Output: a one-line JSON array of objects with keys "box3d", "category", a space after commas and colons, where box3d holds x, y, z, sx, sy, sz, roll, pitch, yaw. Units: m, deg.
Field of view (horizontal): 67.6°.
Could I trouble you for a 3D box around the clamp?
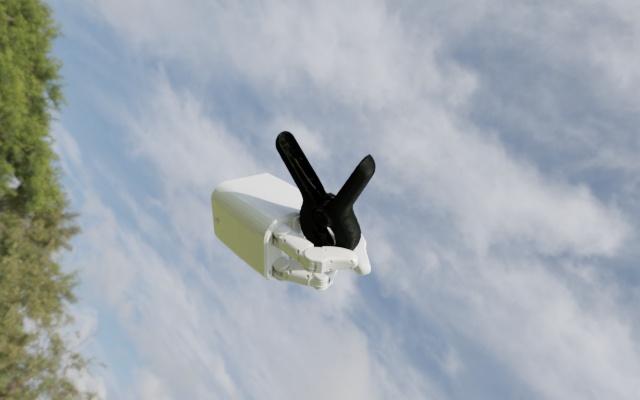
[{"box3d": [0.001, 0.002, 0.533, 0.120, 0.172, 0.039, 32, 46, 29], "category": "clamp"}]
